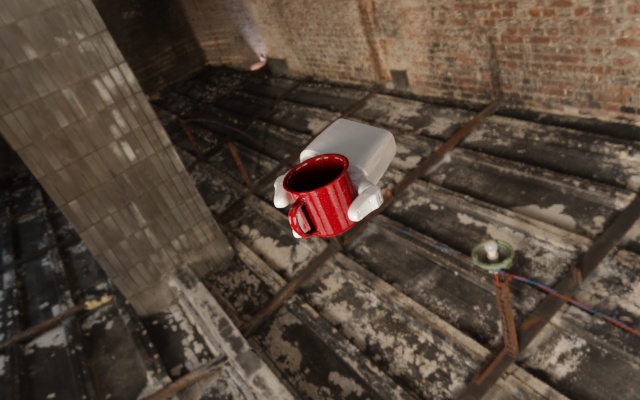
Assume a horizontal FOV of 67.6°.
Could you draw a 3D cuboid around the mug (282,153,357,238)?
[{"bbox_3d":[-0.001,0.003,0.639,0.093,0.081,0.117,4,40,37],"label":"mug"}]
